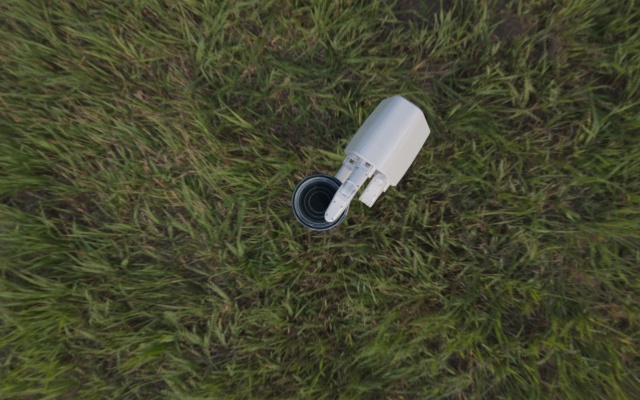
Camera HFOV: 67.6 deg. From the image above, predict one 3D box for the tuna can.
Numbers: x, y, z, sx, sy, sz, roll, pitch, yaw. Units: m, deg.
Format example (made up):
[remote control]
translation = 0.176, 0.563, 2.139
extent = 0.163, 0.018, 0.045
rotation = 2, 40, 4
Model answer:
[tuna can]
translation = 0.000, 0.002, 0.712
extent = 0.086, 0.086, 0.034
rotation = 0, 1, 6
